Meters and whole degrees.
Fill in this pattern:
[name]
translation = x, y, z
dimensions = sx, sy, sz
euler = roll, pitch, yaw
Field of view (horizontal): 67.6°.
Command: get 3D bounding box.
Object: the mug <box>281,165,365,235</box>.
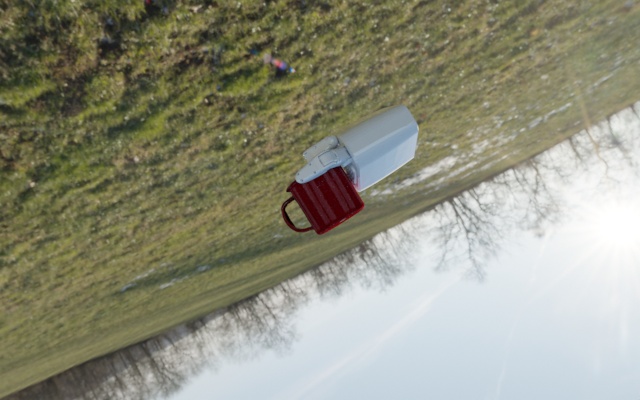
[mug]
translation = -0.001, 0.003, 0.688
dimensions = 0.117, 0.081, 0.093
euler = -31, -6, -6
